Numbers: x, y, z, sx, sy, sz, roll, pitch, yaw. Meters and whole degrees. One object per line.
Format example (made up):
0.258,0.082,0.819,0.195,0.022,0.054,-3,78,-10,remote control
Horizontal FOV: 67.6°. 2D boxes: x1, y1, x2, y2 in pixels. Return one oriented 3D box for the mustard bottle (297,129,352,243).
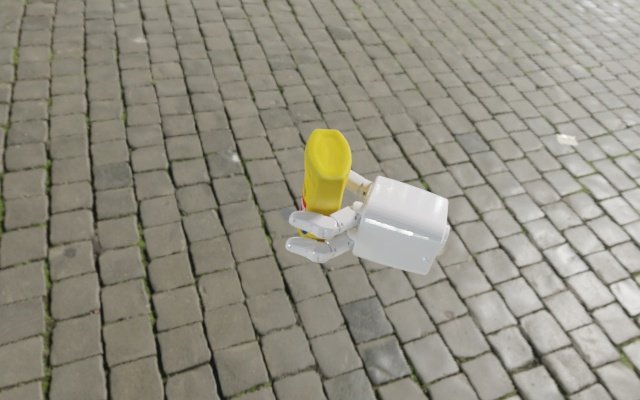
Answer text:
0.000,0.002,0.658,0.058,0.096,0.192,0,-42,-8,mustard bottle
